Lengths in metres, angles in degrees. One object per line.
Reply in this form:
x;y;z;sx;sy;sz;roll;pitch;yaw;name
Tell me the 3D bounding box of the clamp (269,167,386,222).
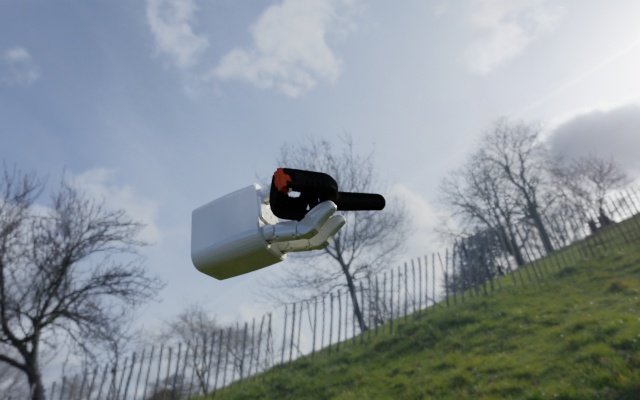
-0.001;0.001;0.658;0.164;0.036;0.210;-23;-26;8;clamp
